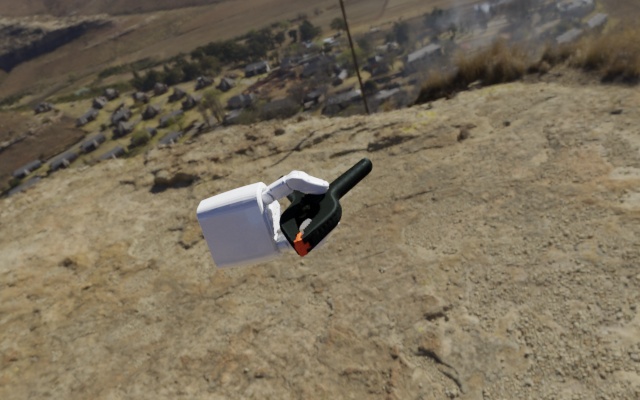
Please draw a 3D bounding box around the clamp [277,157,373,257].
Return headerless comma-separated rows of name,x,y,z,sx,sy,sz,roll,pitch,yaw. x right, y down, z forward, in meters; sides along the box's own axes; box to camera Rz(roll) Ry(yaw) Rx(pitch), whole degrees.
clamp,0.000,0.002,0.712,0.164,0.036,0.209,-15,30,13
